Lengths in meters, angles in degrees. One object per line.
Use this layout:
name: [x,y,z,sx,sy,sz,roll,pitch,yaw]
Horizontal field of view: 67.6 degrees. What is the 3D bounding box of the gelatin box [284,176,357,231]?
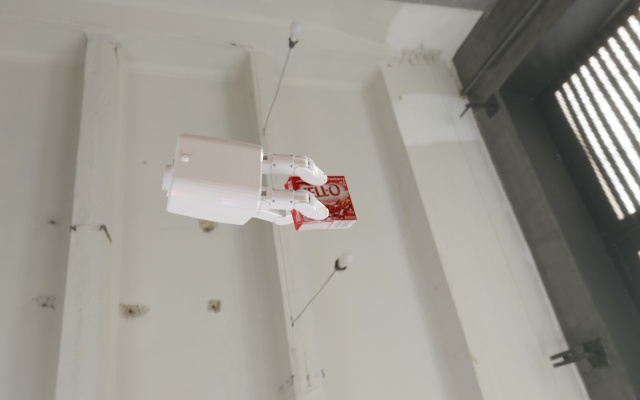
gelatin box: [0.000,0.002,0.669,0.089,0.073,0.030,-1,-28,-27]
